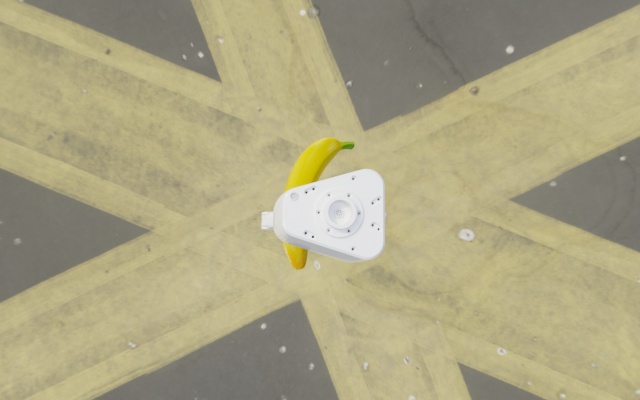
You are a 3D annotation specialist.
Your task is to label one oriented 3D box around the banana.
[{"bbox_3d":[-0.015,-0.009,0.637,0.069,0.197,0.037,27,-13,-13],"label":"banana"}]
